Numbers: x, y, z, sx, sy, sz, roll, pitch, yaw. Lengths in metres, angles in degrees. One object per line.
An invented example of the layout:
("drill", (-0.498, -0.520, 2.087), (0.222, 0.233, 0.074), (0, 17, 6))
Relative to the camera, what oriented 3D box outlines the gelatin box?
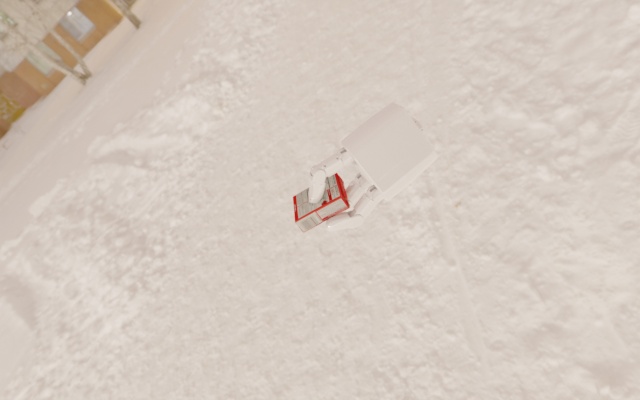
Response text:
("gelatin box", (0.000, 0.002, 0.771), (0.089, 0.030, 0.073), (-29, 33, 12))
